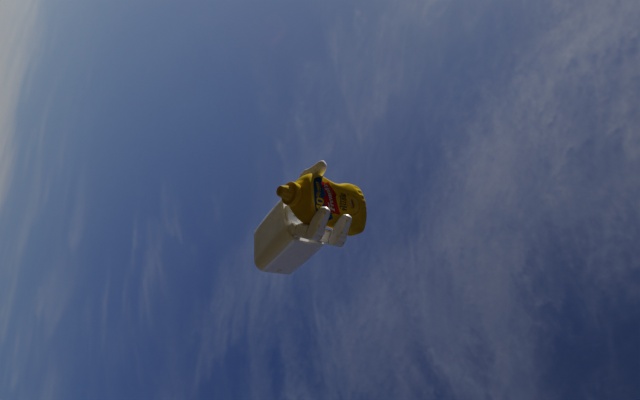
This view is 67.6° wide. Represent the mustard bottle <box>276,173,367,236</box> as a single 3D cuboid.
[{"bbox_3d":[0.001,0.003,0.851,0.192,0.096,0.058,15,-26,-42],"label":"mustard bottle"}]
